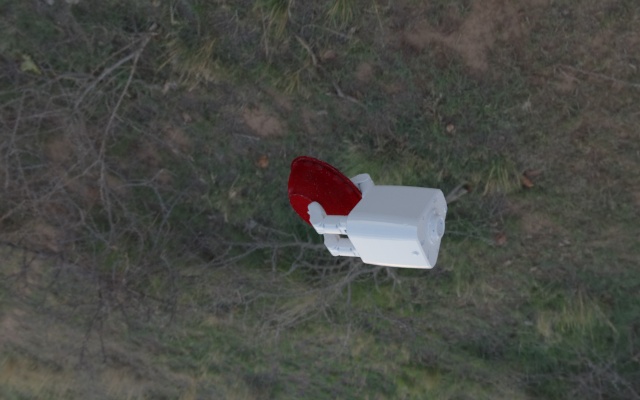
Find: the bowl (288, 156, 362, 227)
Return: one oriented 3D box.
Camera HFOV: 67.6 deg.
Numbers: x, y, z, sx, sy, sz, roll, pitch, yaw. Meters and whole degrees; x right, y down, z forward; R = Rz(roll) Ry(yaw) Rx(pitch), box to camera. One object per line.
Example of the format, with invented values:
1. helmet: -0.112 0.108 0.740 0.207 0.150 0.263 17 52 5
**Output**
1. bowl: -0.001 0.003 0.798 0.162 0.055 0.162 32 -24 16
